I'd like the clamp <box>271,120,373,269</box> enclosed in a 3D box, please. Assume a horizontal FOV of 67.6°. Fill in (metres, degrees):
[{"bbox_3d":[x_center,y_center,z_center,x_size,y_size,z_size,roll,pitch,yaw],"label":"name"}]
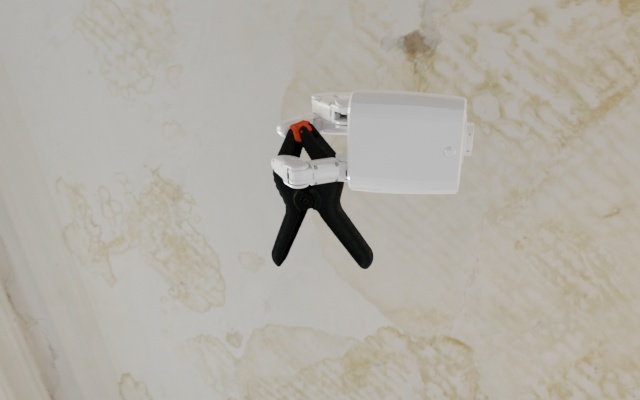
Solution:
[{"bbox_3d":[0.000,0.001,0.516,0.120,0.171,0.039,5,23,14],"label":"clamp"}]
